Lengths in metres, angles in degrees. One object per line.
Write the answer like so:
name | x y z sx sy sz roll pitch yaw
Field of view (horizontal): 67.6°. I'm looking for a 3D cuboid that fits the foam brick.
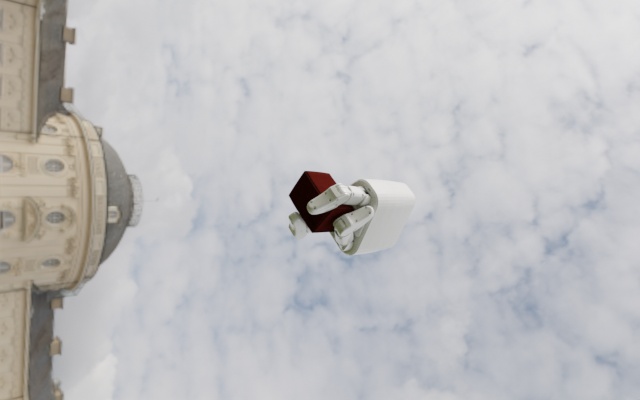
foam brick | 0.000 0.002 0.701 0.051 0.078 0.053 -1 -42 -45
